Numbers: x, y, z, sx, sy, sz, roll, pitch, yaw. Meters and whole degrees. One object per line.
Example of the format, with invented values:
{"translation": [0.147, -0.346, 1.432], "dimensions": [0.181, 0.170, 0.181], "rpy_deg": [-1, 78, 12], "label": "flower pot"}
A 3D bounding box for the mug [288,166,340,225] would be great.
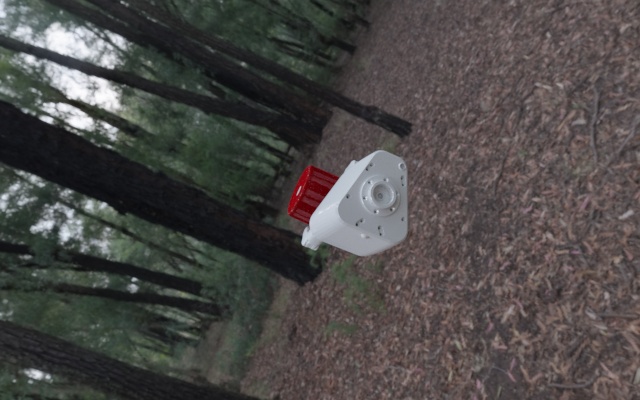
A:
{"translation": [0.000, 0.002, 0.715], "dimensions": [0.081, 0.093, 0.117], "rpy_deg": [24, -18, -11], "label": "mug"}
